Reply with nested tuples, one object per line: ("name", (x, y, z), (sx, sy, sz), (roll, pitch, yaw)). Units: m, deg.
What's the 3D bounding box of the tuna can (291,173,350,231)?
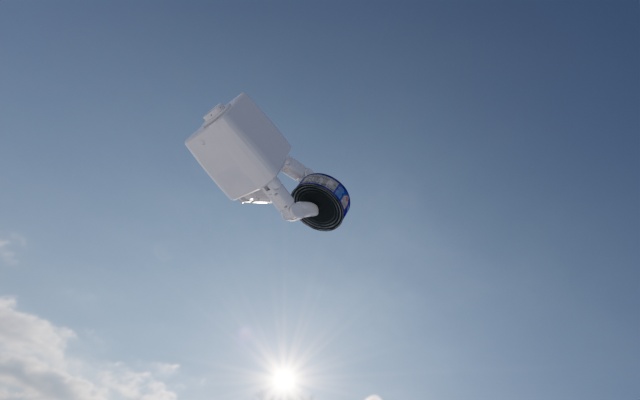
("tuna can", (0.000, 0.002, 0.708), (0.086, 0.086, 0.033), (0, 36, 30))
